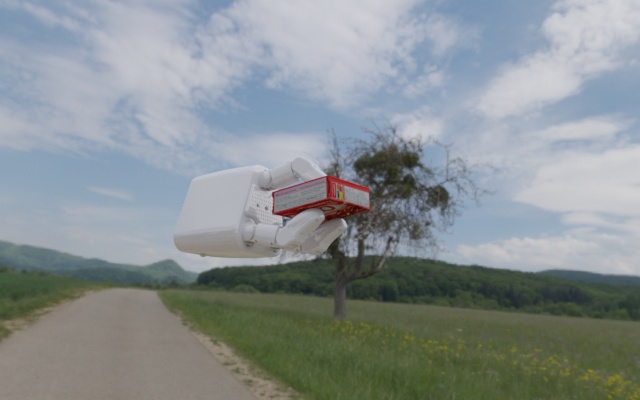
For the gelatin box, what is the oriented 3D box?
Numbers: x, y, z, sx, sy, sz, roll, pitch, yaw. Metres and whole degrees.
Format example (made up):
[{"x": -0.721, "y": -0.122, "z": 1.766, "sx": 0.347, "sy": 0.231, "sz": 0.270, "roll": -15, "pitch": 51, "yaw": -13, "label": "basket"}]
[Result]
[{"x": 0.000, "y": 0.001, "z": 0.543, "sx": 0.089, "sy": 0.030, "sz": 0.073, "roll": -16, "pitch": -21, "yaw": 39, "label": "gelatin box"}]
